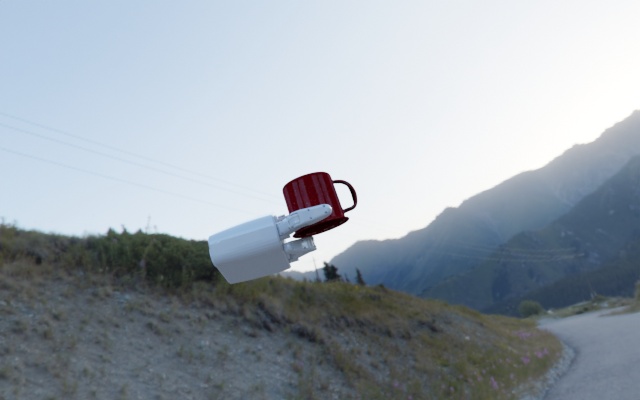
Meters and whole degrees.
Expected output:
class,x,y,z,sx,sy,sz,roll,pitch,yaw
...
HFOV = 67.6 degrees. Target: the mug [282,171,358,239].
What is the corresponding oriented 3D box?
class,x,y,z,sx,sy,sz,roll,pitch,yaw
mug,0.001,0.002,0.749,0.117,0.081,0.093,-18,-13,-4
